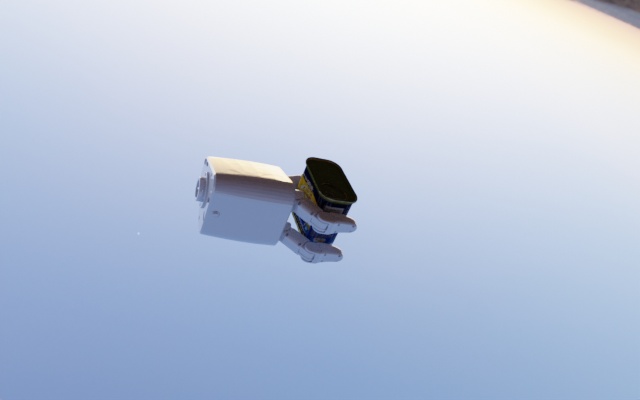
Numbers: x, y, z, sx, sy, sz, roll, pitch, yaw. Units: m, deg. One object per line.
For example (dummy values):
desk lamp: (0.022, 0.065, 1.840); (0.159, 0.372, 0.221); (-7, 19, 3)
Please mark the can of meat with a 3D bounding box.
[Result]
can of meat: (0.000, 0.002, 0.673); (0.057, 0.084, 0.102); (7, 35, -26)
